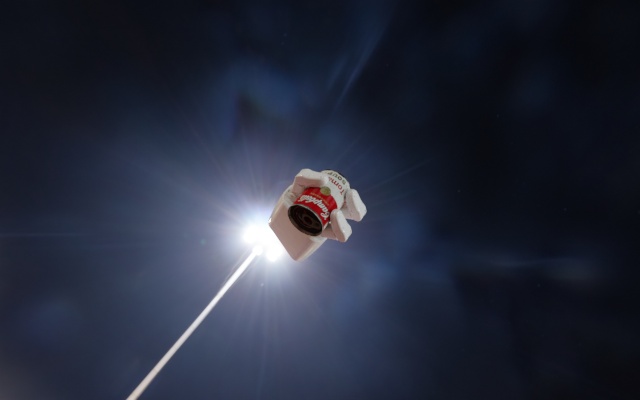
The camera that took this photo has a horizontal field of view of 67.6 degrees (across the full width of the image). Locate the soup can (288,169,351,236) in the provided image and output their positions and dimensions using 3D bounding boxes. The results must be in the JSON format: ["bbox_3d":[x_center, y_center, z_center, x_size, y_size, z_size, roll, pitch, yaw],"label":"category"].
[{"bbox_3d":[0.000,0.002,0.811,0.068,0.068,0.102,0,38,40],"label":"soup can"}]
